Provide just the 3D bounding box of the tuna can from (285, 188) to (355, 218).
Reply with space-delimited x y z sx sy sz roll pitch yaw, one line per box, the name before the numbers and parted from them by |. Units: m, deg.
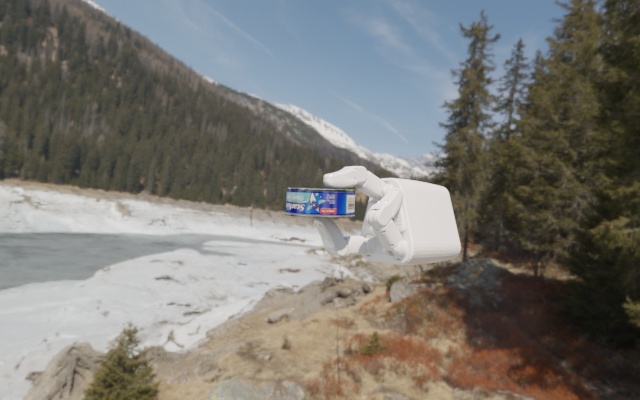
tuna can | 0.000 0.001 0.588 0.086 0.034 0.086 2 2 0
